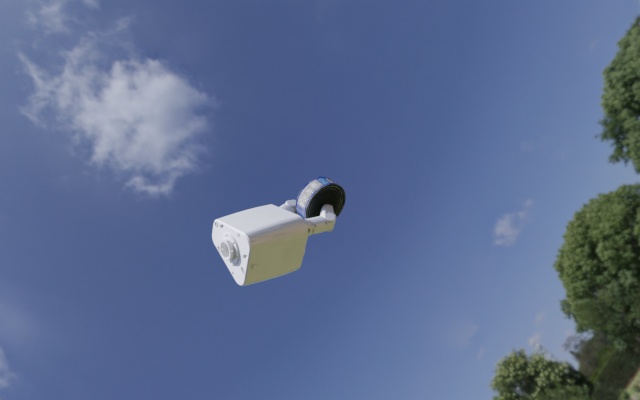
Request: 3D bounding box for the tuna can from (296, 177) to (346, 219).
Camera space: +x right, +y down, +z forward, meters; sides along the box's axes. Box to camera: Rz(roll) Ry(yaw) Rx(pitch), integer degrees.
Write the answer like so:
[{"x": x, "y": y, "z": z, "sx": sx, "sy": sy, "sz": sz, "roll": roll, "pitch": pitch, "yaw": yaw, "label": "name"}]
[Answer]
[{"x": 0.000, "y": 0.002, "z": 0.827, "sx": 0.086, "sy": 0.086, "sz": 0.033, "roll": 0, "pitch": 28, "yaw": -43, "label": "tuna can"}]
